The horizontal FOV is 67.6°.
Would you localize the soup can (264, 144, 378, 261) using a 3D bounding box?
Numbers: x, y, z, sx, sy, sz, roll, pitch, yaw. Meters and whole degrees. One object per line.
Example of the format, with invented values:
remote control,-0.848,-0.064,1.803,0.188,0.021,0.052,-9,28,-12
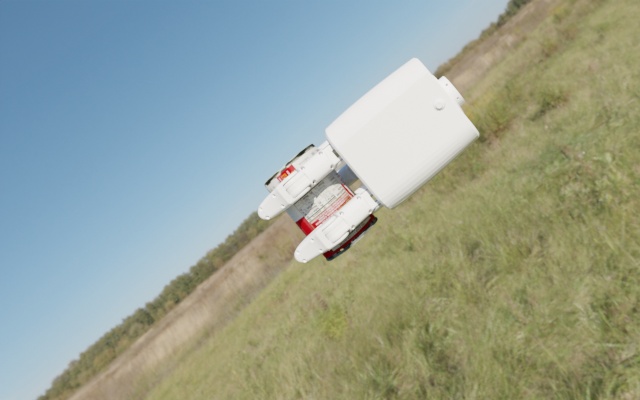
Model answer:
soup can,0.000,0.002,0.487,0.068,0.102,0.068,-40,2,2
